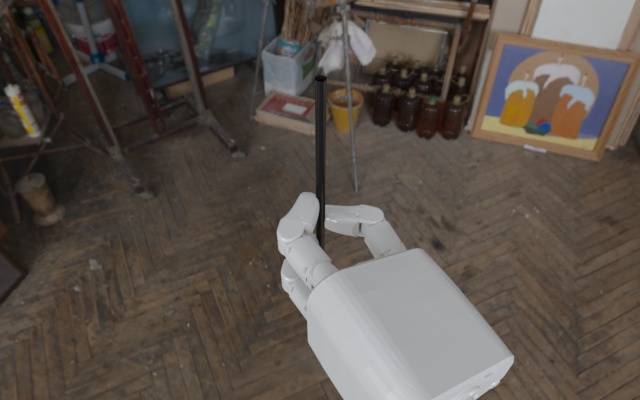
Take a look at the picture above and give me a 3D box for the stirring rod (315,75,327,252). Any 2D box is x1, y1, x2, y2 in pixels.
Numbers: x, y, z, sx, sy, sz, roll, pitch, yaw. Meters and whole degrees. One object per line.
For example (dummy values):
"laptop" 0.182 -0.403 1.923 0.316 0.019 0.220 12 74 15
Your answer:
"stirring rod" 0.000 0.001 0.404 0.011 0.011 0.240 0 -43 0
